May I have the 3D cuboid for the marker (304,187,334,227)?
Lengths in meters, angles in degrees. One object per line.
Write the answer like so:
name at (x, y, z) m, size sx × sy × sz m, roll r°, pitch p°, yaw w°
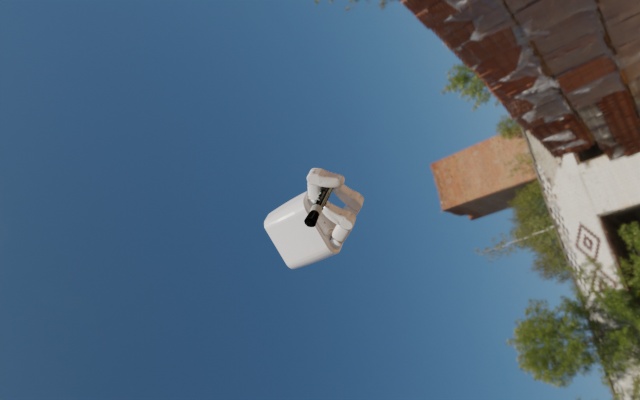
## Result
marker at (0.000, 0.002, 0.759) m, size 0.020 × 0.020 × 0.121 m, roll 0°, pitch 35°, yaw 21°
